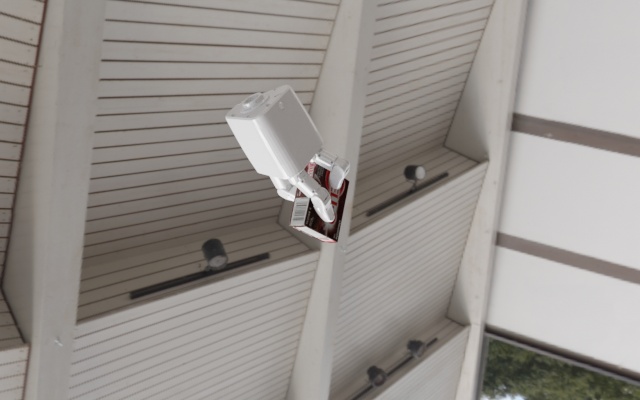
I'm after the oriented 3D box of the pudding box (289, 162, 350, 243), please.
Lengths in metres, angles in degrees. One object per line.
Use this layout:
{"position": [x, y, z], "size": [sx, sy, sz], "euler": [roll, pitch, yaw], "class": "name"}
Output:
{"position": [0.000, 0.003, 0.775], "size": [0.039, 0.113, 0.090], "euler": [0, -21, 41], "class": "pudding box"}
